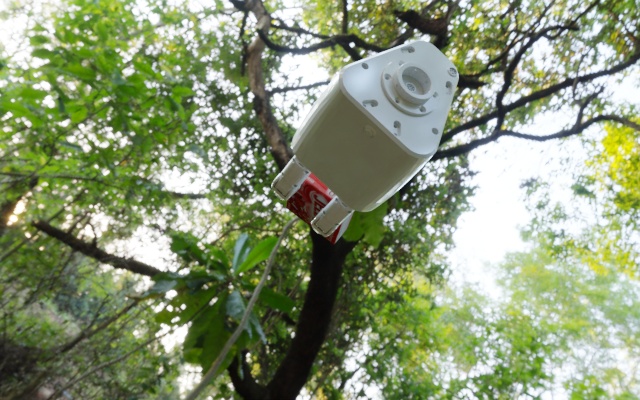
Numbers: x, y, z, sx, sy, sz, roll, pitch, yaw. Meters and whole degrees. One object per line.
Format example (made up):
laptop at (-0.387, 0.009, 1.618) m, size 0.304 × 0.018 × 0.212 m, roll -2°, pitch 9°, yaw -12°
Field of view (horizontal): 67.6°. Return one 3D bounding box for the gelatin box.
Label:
gelatin box at (0.000, 0.002, 0.528) m, size 0.073 × 0.030 × 0.089 m, roll 36°, pitch -27°, yaw 11°
